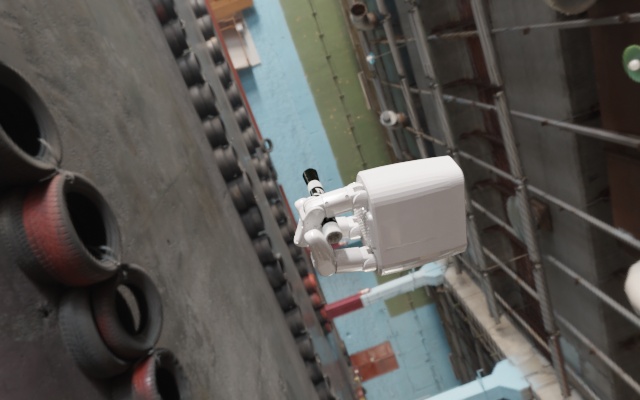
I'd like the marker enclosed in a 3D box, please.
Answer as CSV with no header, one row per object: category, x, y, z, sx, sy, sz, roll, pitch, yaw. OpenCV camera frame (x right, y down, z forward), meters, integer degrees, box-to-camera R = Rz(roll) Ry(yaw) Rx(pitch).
marker,0.000,0.002,0.540,0.020,0.020,0.121,0,38,-17
